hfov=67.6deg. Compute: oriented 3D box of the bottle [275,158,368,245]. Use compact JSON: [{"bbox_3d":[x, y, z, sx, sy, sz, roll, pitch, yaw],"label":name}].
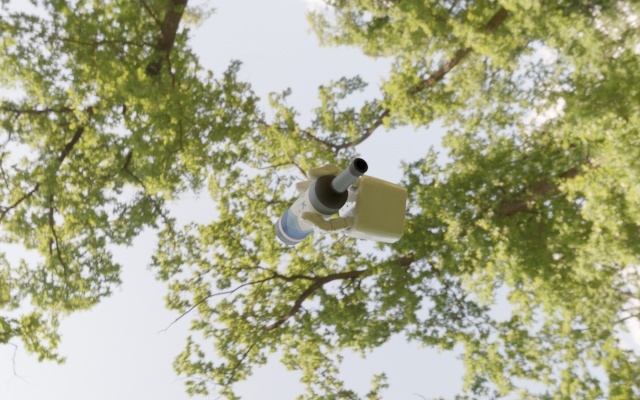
[{"bbox_3d":[0.000,0.003,0.874,0.069,0.069,0.296,0,-24,-29],"label":"bottle"}]
